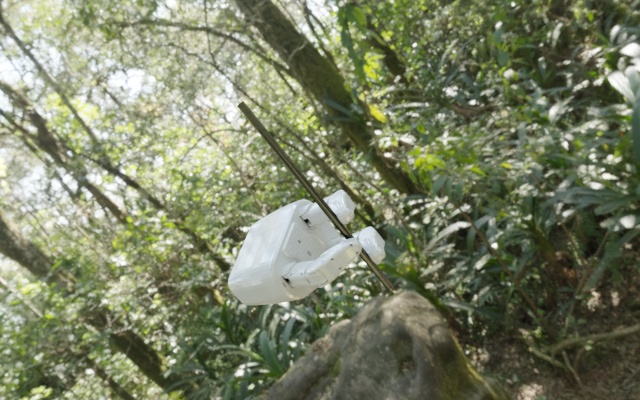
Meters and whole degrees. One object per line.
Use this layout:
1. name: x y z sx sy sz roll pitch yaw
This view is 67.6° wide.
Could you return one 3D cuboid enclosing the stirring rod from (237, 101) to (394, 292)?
1. stirring rod: 0.000 0.002 0.466 0.011 0.239 0.011 -36 15 11
